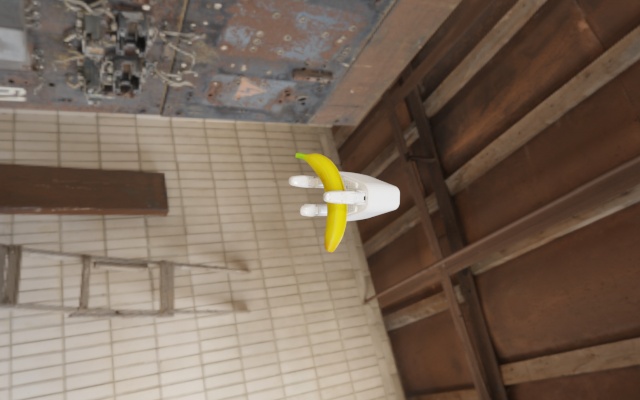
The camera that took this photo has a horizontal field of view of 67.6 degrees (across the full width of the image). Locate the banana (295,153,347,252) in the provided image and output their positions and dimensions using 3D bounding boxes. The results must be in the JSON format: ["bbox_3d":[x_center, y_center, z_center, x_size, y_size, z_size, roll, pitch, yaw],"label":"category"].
[{"bbox_3d":[0.015,-0.007,0.881,0.069,0.197,0.037,-22,-12,23],"label":"banana"}]
